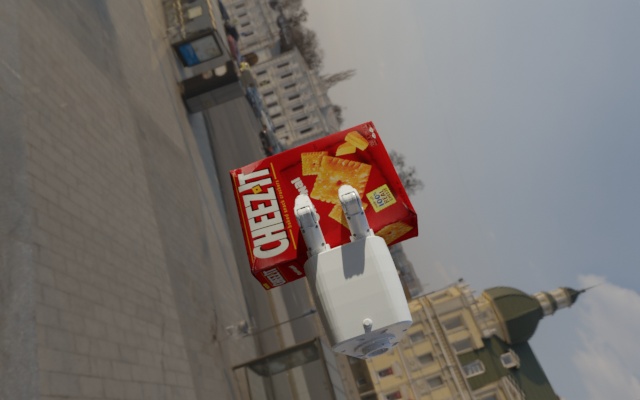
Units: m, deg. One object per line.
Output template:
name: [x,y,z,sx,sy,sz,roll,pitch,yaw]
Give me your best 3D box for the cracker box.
cracker box: [0.000,0.002,0.635,0.214,0.164,0.072,-19,-32,1]
